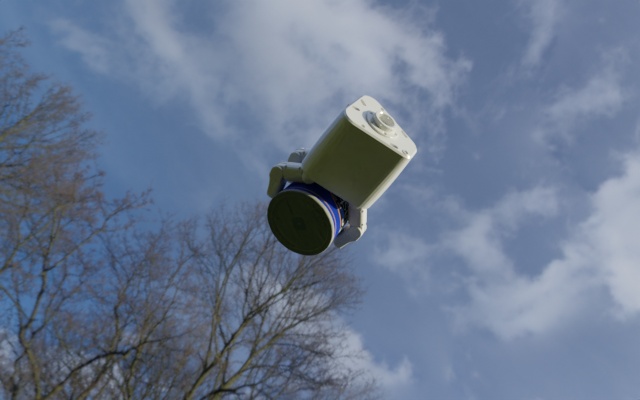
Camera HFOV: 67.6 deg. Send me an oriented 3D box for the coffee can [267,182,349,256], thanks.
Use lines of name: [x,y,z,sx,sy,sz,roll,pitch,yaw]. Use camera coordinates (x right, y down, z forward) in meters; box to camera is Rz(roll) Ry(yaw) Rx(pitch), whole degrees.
coffee can: [0.000,0.003,0.712,0.103,0.103,0.140,0,26,29]
